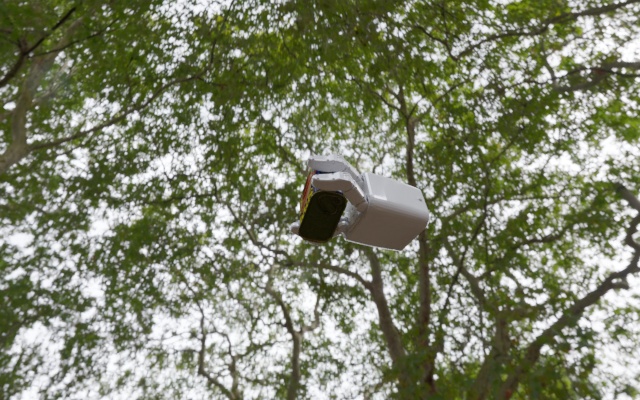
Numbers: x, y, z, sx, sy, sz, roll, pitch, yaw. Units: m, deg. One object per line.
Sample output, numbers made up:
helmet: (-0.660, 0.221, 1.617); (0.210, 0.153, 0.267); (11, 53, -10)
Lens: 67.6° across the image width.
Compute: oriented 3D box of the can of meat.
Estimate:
can of meat: (0.000, 0.002, 0.771); (0.057, 0.102, 0.084); (12, 36, -13)
